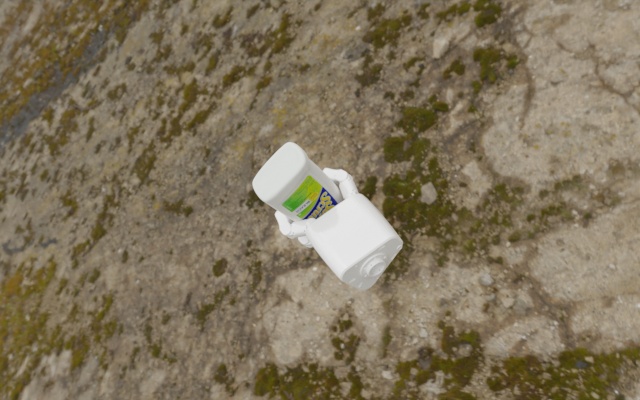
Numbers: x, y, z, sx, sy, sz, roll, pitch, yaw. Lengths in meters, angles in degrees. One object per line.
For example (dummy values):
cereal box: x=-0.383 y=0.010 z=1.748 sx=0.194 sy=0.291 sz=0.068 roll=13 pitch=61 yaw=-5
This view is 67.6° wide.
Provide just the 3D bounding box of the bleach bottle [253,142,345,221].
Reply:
bleach bottle: x=0.000 y=0.003 z=0.816 sx=0.251 sy=0.102 sz=0.068 roll=35 pitch=13 yaw=-49
